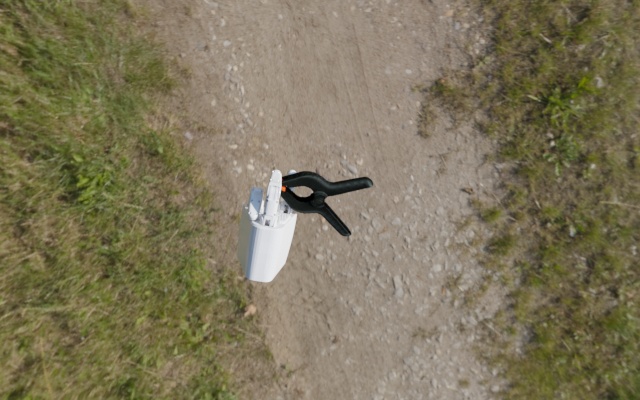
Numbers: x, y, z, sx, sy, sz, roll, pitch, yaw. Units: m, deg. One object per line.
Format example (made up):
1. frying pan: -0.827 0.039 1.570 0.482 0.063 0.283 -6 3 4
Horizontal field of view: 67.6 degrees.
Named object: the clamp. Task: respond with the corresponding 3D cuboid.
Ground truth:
1. clamp: 0.000 0.003 0.854 0.171 0.120 0.039 9 18 -7
